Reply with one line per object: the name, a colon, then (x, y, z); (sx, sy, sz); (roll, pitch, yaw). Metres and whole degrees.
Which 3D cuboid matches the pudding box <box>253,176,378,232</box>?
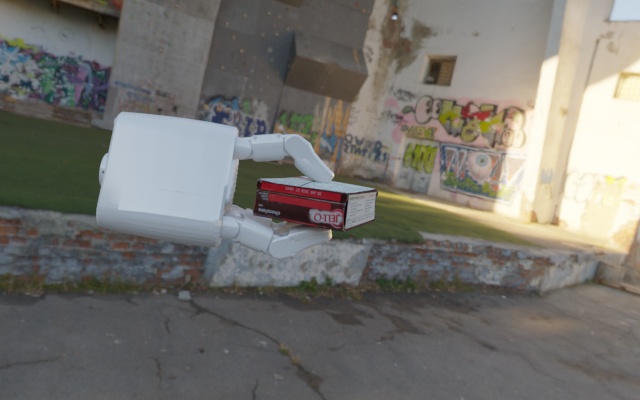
pudding box: (0.000, 0.001, 0.467); (0.090, 0.039, 0.113); (10, 8, 20)
